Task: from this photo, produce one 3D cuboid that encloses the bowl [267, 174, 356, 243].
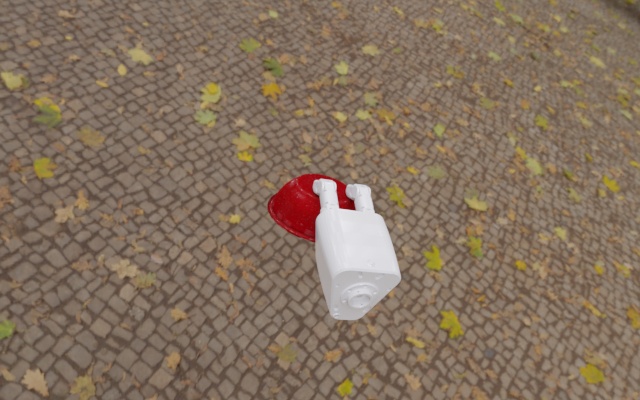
[{"bbox_3d":[0.000,0.001,0.759,0.162,0.055,0.162,13,27,-7],"label":"bowl"}]
